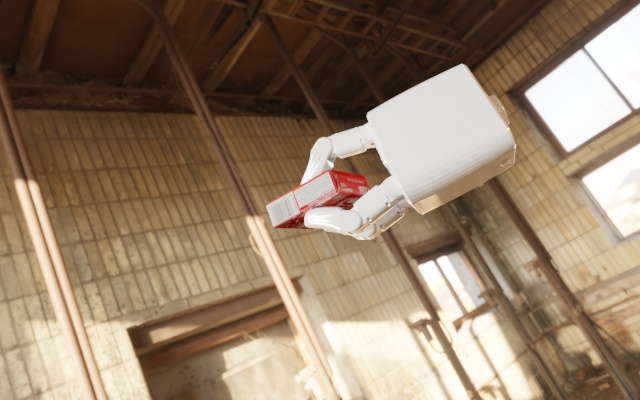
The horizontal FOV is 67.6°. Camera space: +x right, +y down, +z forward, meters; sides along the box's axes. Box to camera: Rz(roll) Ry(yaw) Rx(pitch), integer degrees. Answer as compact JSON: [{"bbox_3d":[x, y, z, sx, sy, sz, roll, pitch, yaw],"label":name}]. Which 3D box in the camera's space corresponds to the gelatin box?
[{"bbox_3d":[0.000,0.001,0.503,0.089,0.030,0.073,-28,-18,27],"label":"gelatin box"}]
